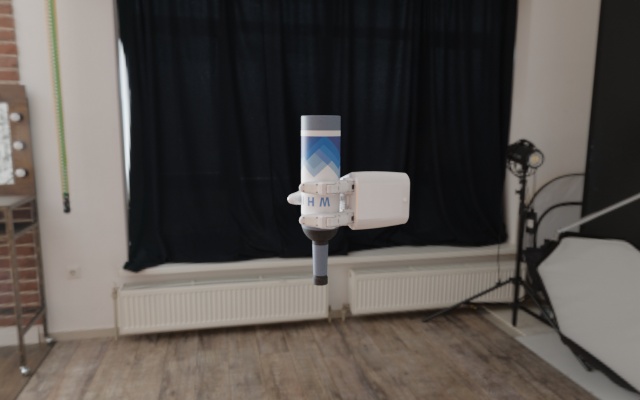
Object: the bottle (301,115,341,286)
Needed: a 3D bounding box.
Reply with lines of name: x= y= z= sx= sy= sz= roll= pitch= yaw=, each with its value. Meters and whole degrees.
bottle: x=0.000 y=0.002 z=0.828 sx=0.069 sy=0.296 sz=0.069 roll=0 pitch=9 yaw=0
